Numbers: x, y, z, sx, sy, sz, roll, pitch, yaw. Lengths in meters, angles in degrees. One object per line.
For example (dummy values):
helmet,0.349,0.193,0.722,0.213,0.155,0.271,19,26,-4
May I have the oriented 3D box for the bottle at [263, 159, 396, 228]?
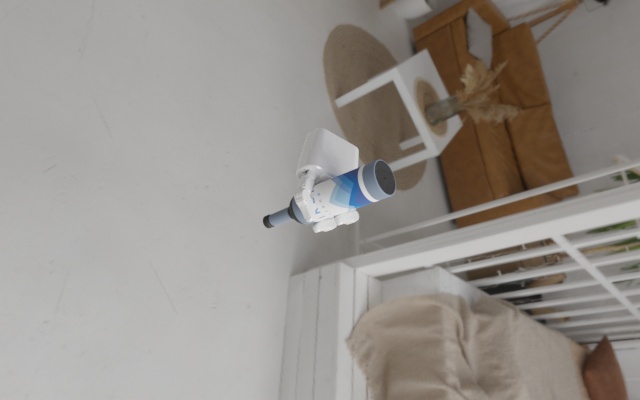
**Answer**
bottle,0.000,0.003,0.899,0.296,0.069,0.069,-21,-13,37
